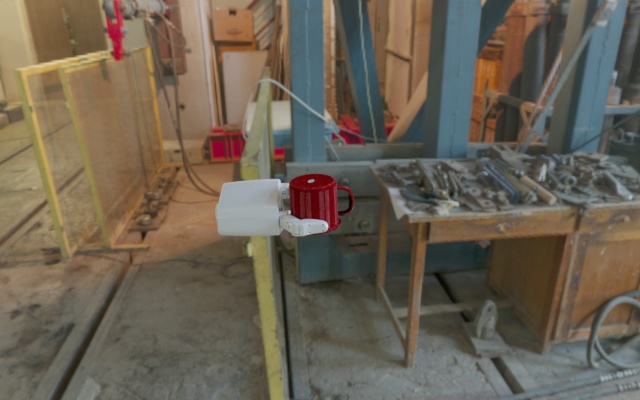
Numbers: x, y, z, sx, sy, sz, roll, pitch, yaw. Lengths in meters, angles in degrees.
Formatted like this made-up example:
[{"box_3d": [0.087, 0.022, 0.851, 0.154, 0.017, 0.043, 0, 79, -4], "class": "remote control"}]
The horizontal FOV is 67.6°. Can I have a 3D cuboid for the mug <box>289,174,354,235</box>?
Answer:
[{"box_3d": [0.002, 0.002, 0.827, 0.117, 0.081, 0.093, -4, 22, -2], "class": "mug"}]
